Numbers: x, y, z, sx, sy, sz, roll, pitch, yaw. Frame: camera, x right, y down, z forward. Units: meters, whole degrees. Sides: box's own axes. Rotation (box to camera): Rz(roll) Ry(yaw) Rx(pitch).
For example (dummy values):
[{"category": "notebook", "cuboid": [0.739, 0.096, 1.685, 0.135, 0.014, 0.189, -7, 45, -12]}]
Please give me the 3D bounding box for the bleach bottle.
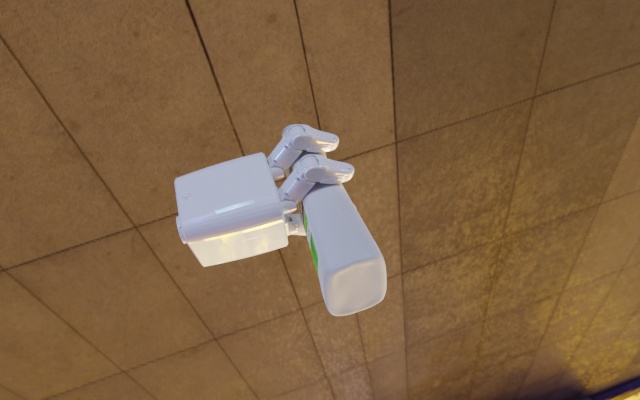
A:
[{"category": "bleach bottle", "cuboid": [0.000, 0.002, 0.560, 0.068, 0.250, 0.103, -17, -42, -7]}]
